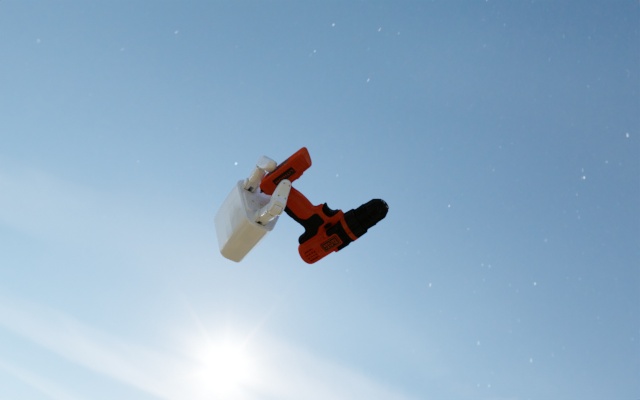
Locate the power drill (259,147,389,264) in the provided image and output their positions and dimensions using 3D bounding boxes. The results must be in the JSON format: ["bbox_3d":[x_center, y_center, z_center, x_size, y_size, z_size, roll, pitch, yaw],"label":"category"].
[{"bbox_3d":[0.000,0.002,0.830,0.184,0.188,0.057,-34,13,15],"label":"power drill"}]
